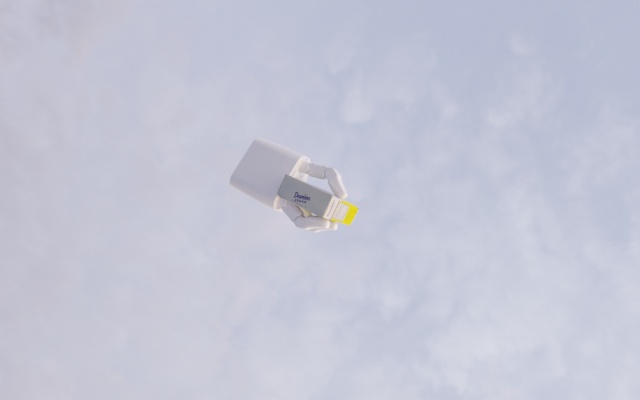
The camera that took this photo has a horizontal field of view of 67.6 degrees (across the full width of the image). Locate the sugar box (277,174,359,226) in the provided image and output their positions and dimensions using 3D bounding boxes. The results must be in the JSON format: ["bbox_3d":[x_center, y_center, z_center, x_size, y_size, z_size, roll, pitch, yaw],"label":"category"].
[{"bbox_3d":[0.000,0.003,0.843,0.093,0.048,0.176,25,4,20],"label":"sugar box"}]
